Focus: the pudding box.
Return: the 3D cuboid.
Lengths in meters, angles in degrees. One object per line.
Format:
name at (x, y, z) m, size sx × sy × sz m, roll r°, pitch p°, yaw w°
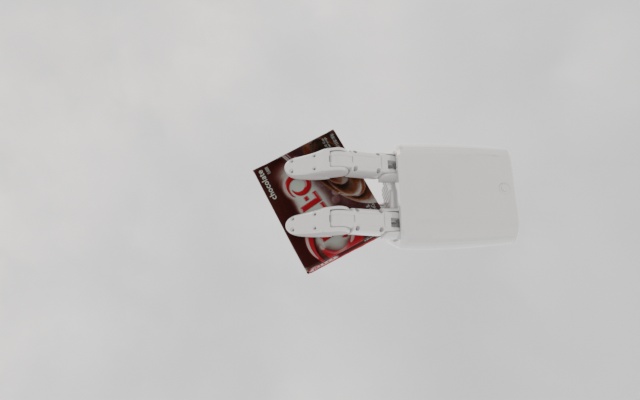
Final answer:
pudding box at (0.000, 0.002, 0.464) m, size 0.090 × 0.113 × 0.039 m, roll -28°, pitch -15°, yaw -8°
